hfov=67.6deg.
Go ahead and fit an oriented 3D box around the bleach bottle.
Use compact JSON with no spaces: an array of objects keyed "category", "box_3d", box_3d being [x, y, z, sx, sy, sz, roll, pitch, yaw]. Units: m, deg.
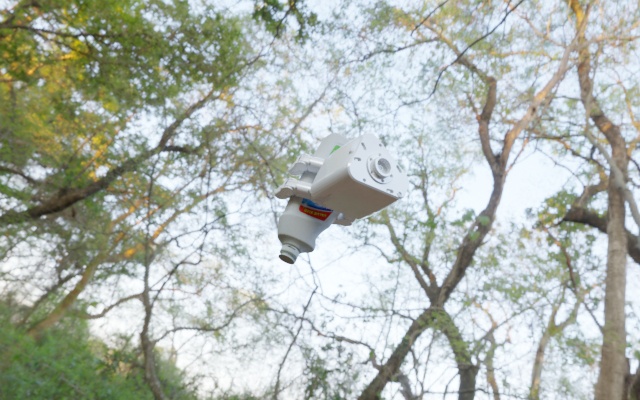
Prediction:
[{"category":"bleach bottle","box_3d":[0.000,0.003,0.823,0.102,0.250,0.068,36,-32,-16]}]
